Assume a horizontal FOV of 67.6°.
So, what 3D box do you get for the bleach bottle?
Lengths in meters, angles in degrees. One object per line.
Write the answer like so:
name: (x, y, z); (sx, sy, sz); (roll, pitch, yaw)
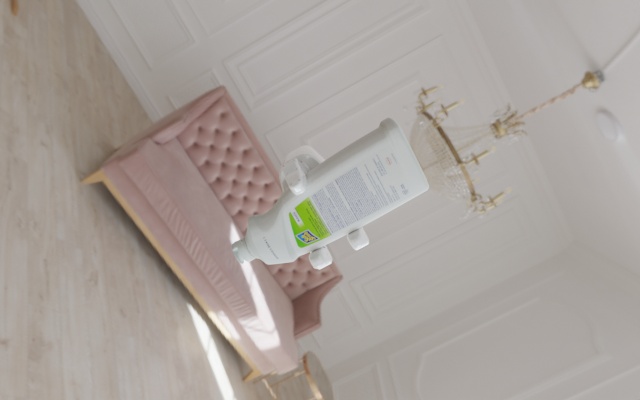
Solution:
bleach bottle: (0.000, 0.002, 0.592); (0.251, 0.102, 0.068); (-28, 14, 6)
